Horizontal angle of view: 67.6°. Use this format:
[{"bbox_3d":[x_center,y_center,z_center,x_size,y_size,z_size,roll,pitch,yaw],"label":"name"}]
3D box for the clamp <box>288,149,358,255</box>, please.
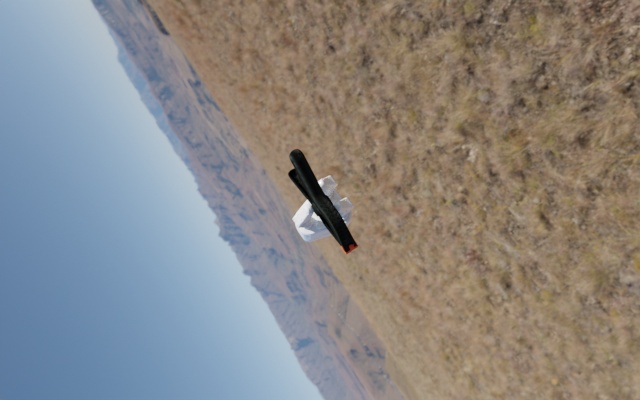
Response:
[{"bbox_3d":[0.000,0.004,0.879,0.036,0.210,0.164,-33,-12,-8],"label":"clamp"}]
